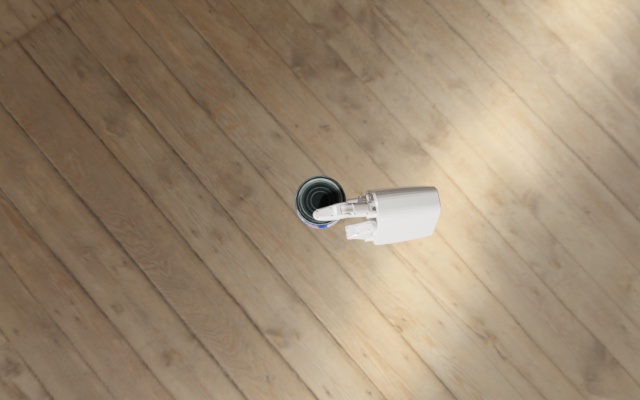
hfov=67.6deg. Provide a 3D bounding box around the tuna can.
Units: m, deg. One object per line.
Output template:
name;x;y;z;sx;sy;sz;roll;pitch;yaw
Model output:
tuna can;0.000;0.003;0.795;0.086;0.086;0.034;0;-11;2
